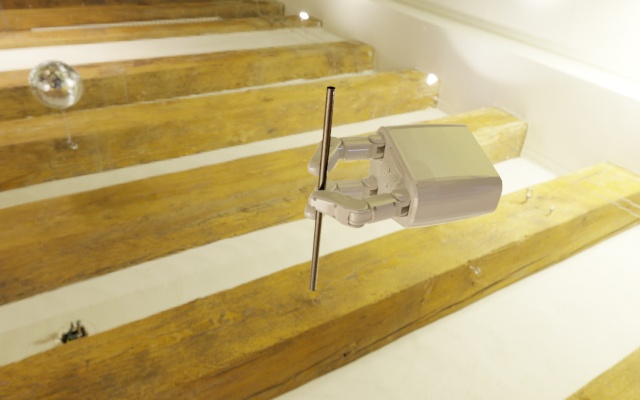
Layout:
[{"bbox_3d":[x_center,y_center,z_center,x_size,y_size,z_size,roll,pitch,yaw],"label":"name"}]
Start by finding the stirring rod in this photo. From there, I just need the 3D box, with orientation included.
[{"bbox_3d":[0.000,0.002,0.483,0.011,0.240,0.011,4,34,-2],"label":"stirring rod"}]
